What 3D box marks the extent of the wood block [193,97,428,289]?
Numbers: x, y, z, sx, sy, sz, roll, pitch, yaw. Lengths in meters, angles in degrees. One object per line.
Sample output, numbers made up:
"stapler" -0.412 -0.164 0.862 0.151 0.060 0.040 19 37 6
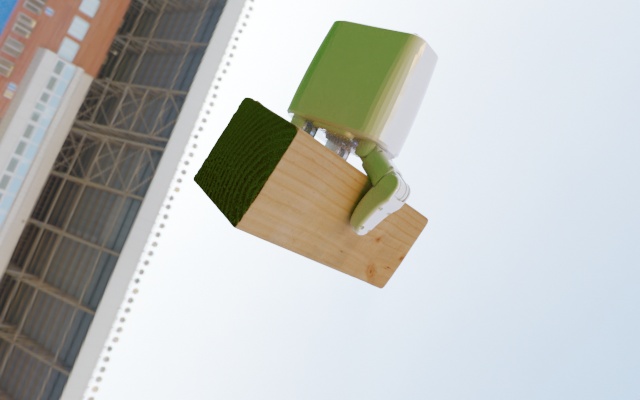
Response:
"wood block" 0.001 0.001 0.450 0.206 0.090 0.090 29 6 -44
